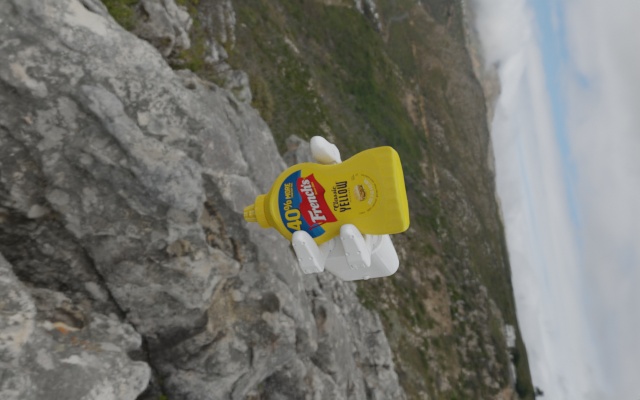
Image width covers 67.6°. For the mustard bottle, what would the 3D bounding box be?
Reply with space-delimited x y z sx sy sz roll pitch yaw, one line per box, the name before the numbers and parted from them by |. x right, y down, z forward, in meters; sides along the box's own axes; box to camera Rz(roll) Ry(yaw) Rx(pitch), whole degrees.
mustard bottle | 0.000 0.002 0.551 0.191 0.096 0.058 -10 -4 18
